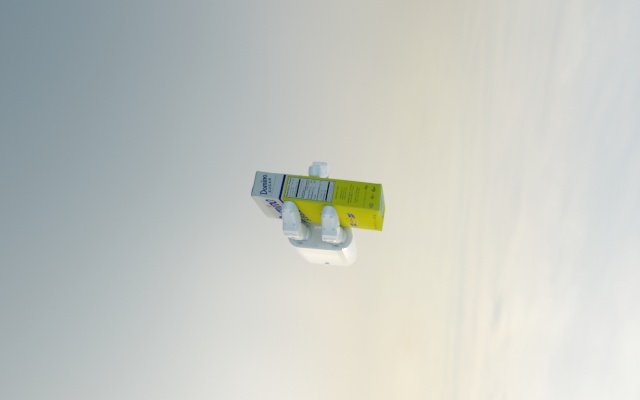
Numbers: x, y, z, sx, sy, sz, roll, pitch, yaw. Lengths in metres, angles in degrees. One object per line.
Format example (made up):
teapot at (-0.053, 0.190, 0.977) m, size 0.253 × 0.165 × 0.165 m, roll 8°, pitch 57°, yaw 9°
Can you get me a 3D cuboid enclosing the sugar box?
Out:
sugar box at (0.000, 0.003, 0.672) m, size 0.176 × 0.048 × 0.093 m, roll 4°, pitch -21°, yaw 12°
